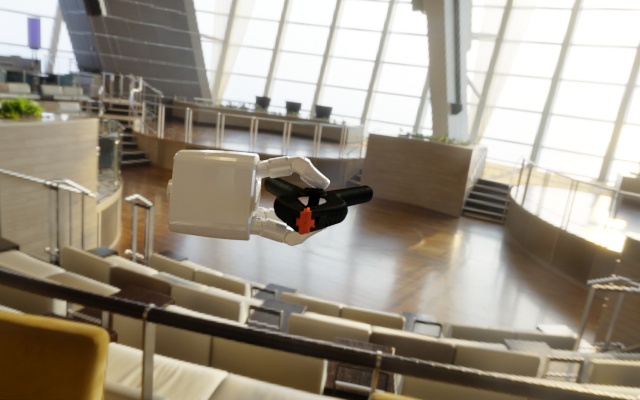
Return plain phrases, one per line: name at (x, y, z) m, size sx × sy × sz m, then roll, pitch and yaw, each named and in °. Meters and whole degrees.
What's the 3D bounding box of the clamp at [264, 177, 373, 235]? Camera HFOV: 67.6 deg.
clamp at (0.000, 0.001, 0.640) m, size 0.164 × 0.036 × 0.210 m, roll 3°, pitch 14°, yaw -3°
